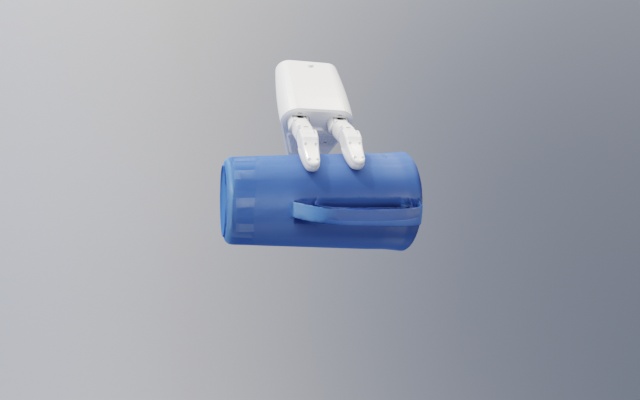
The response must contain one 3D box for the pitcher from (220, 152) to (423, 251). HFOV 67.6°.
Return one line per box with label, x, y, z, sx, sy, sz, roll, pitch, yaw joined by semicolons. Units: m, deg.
pitcher;0.000;0.002;0.604;0.243;0.145;0.149;0;-33;-16
